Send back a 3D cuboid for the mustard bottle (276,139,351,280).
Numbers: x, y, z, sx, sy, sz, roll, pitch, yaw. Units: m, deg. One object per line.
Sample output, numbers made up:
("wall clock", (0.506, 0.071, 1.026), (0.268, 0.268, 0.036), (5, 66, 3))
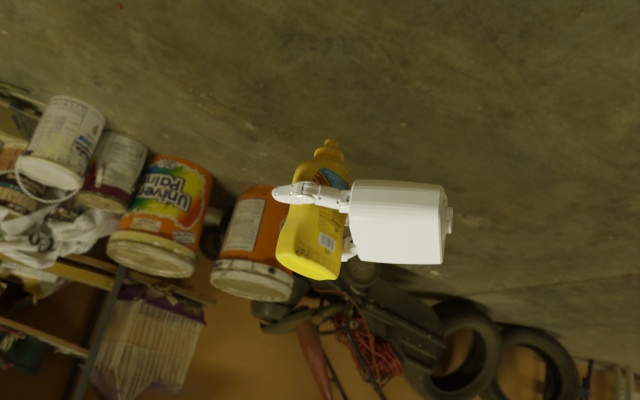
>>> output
("mustard bottle", (0.000, 0.002, 0.638), (0.058, 0.191, 0.096), (-11, -32, 40))
